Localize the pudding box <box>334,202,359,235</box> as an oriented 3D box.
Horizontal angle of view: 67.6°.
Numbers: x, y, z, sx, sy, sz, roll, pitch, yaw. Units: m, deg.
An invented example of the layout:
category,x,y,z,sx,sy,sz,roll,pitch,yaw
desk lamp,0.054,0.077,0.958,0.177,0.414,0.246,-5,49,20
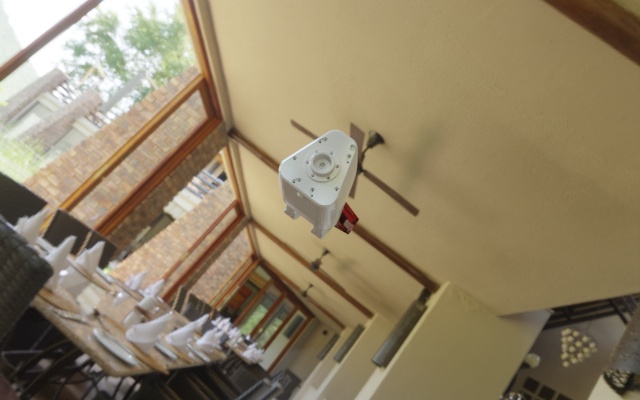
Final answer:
category,x,y,z,sx,sy,sz,roll,pitch,yaw
pudding box,0.000,0.002,0.795,0.113,0.039,0.090,30,-14,38
